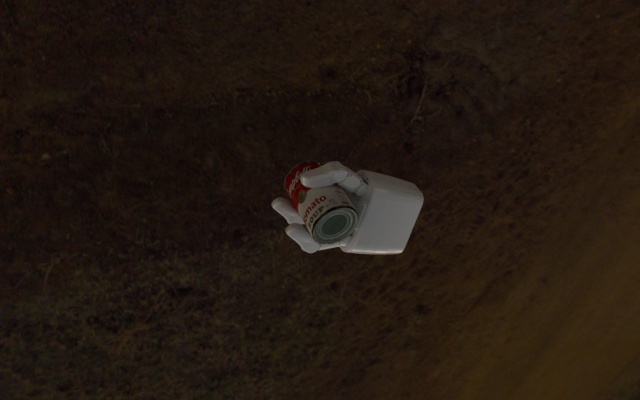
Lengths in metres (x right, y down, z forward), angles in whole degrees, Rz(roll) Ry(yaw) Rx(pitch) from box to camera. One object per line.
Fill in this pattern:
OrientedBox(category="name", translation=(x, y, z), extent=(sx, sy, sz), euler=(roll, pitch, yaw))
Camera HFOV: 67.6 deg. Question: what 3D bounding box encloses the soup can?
OrientedBox(category="soup can", translation=(0.000, 0.002, 0.644), extent=(0.068, 0.068, 0.102), euler=(0, 39, -31))
